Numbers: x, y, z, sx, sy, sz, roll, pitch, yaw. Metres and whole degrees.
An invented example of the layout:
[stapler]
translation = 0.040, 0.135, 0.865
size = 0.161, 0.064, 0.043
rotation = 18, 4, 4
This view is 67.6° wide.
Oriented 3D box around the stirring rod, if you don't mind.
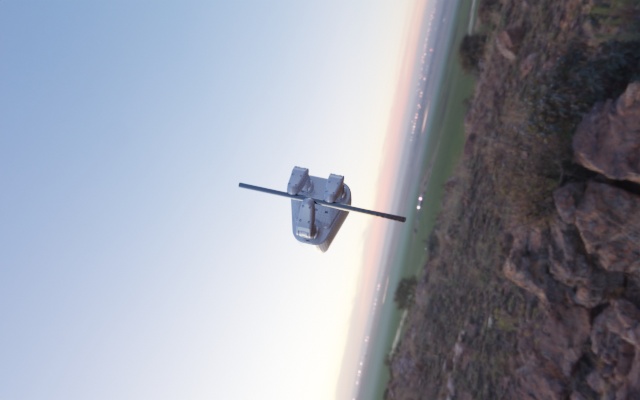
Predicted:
[stirring rod]
translation = 0.000, 0.002, 0.669
size = 0.239, 0.011, 0.011
rotation = 12, 2, 8
